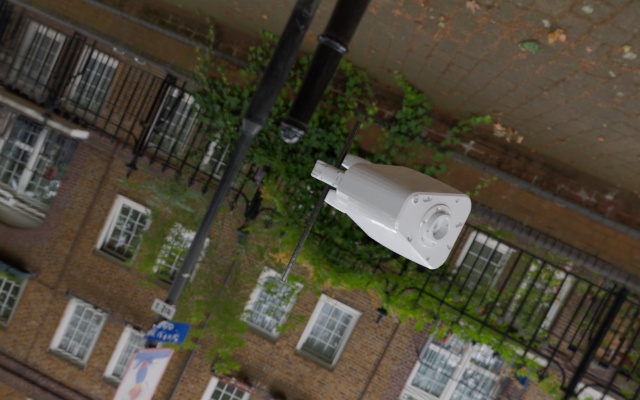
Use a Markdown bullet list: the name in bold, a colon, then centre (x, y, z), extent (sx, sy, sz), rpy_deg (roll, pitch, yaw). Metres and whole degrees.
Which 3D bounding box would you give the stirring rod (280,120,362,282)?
- **stirring rod**: centre (0.000, 0.002, 0.647), extent (0.011, 0.239, 0.011), rpy_deg (25, 4, -2)
